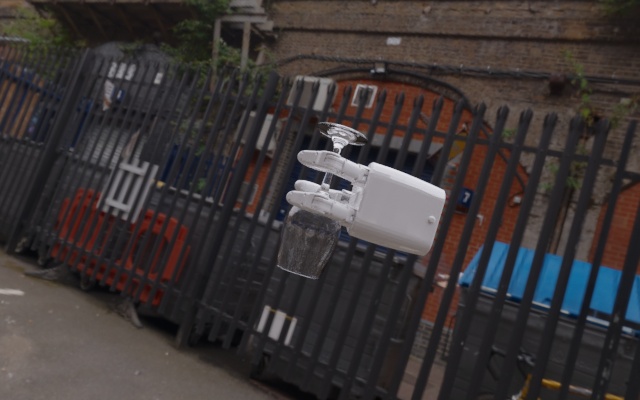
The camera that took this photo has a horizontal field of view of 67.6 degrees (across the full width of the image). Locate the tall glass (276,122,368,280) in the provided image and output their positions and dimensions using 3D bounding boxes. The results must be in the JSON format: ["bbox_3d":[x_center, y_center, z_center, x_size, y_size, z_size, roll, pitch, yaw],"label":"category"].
[{"bbox_3d":[0.000,0.001,0.645,0.079,0.201,0.079,18,-6,2],"label":"tall glass"}]
